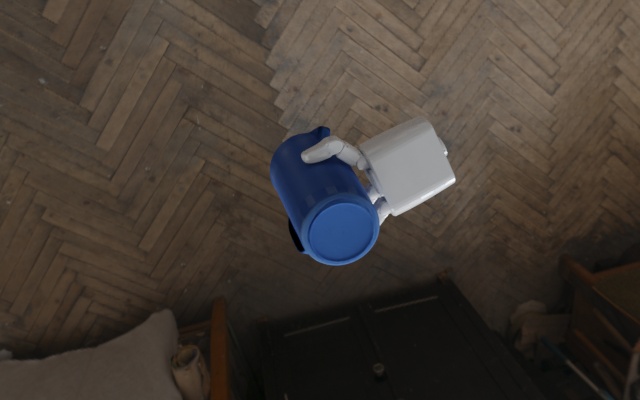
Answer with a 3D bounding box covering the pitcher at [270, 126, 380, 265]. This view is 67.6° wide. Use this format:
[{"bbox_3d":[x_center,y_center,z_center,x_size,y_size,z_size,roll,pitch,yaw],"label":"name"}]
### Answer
[{"bbox_3d":[0.000,0.002,0.726,0.145,0.149,0.242,-28,27,1],"label":"pitcher"}]
